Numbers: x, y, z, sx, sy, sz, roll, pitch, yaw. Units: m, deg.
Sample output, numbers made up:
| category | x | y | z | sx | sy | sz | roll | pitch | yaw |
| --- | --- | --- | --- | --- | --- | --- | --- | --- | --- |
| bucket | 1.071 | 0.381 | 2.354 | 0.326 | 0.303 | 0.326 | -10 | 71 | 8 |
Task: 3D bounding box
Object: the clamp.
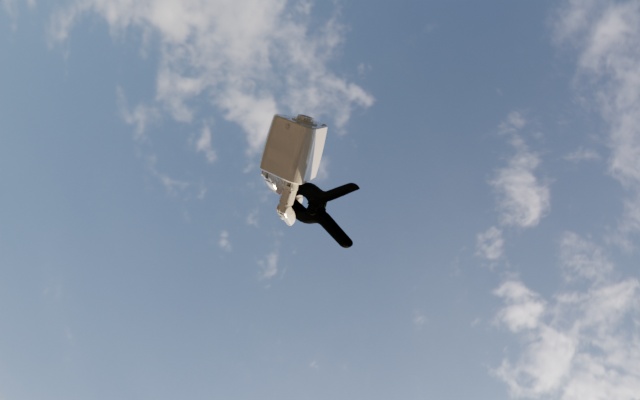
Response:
| category | x | y | z | sx | sy | sz | roll | pitch | yaw |
| --- | --- | --- | --- | --- | --- | --- | --- | --- | --- |
| clamp | 0.000 | 0.003 | 0.884 | 0.171 | 0.120 | 0.039 | 25 | 18 | 27 |
